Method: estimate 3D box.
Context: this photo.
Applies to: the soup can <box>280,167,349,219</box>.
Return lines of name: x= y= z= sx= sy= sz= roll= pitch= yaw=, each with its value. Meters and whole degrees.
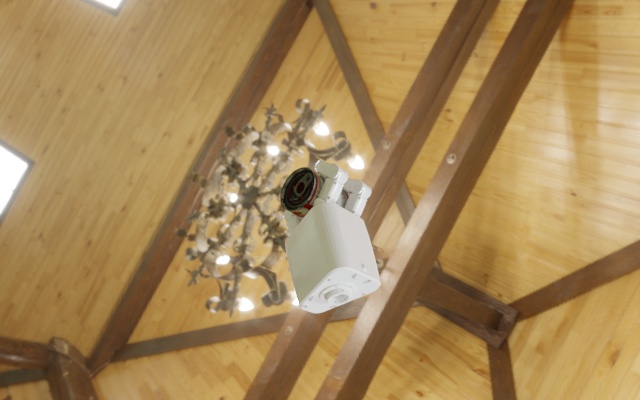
soup can: x=0.000 y=0.002 z=0.708 sx=0.068 sy=0.068 sz=0.102 roll=0 pitch=-22 yaw=45
